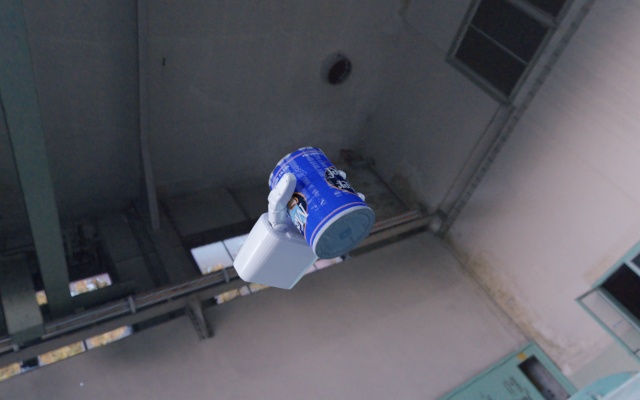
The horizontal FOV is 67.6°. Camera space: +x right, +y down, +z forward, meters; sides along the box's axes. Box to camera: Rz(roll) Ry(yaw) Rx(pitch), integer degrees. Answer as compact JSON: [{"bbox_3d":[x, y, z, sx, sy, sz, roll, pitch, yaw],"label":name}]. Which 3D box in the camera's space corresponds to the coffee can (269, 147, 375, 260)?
[{"bbox_3d":[0.000,0.002,0.714,0.103,0.103,0.140,0,42,-44],"label":"coffee can"}]
